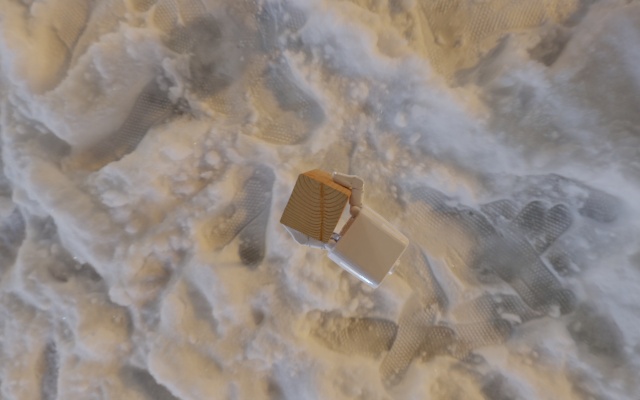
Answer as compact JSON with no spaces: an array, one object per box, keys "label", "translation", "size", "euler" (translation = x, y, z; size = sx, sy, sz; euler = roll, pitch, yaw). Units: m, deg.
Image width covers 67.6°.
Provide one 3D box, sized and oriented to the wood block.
[{"label":"wood block","translation":[0.001,0.003,0.874],"size":[0.090,0.091,0.206],"euler":[25,8,3]}]
